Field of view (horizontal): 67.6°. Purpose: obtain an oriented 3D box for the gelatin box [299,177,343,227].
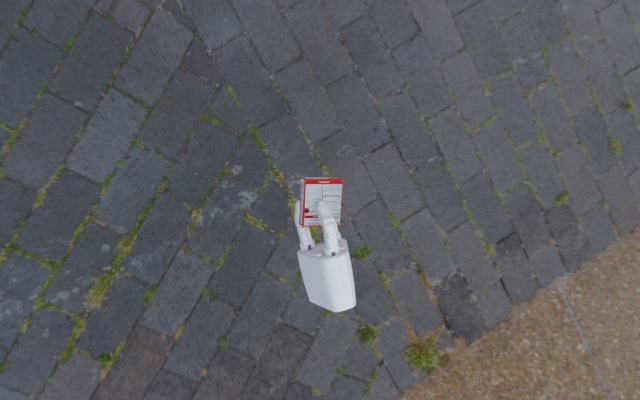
[{"bbox_3d":[0.000,0.003,0.869,0.073,0.089,0.030,-1,14,-17],"label":"gelatin box"}]
